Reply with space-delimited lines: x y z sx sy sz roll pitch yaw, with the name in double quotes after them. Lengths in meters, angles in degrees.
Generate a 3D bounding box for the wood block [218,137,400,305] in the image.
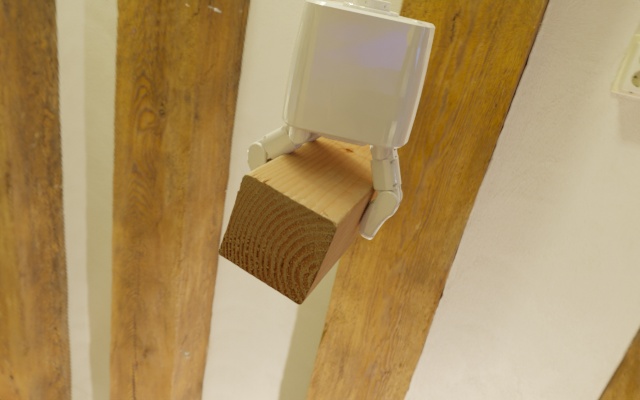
0.001 0.001 0.484 0.091 0.090 0.206 29 28 12 "wood block"
